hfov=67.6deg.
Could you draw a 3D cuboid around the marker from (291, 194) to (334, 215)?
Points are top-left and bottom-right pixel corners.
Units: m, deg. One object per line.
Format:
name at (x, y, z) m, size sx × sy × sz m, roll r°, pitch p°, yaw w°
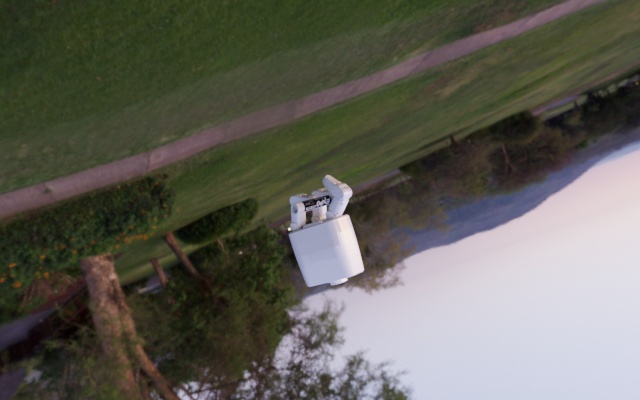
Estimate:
marker at (0.000, 0.003, 0.826) m, size 0.121 × 0.020 × 0.020 m, roll -15°, pitch 10°, yaw -42°
